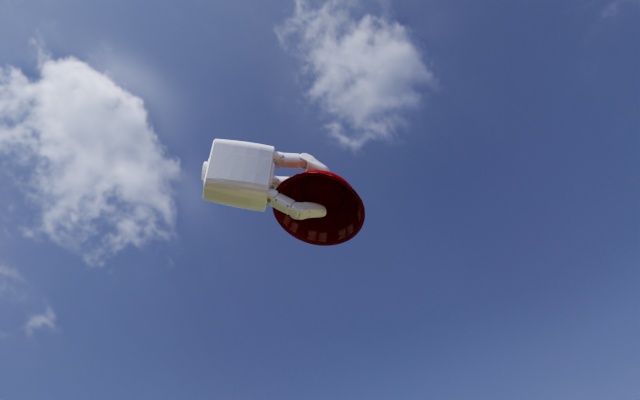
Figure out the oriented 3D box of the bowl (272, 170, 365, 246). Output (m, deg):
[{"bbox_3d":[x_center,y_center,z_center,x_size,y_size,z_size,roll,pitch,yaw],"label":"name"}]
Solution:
[{"bbox_3d":[0.001,0.003,0.831,0.162,0.162,0.055,0,38,14],"label":"bowl"}]
